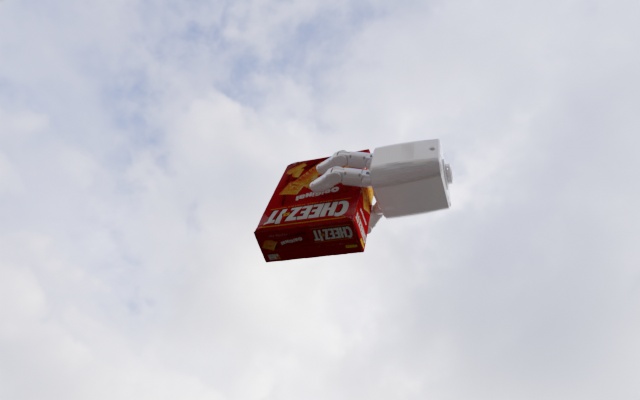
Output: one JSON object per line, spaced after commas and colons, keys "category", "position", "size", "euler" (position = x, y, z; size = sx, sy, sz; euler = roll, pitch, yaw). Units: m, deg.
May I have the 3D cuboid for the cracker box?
{"category": "cracker box", "position": [0.000, 0.003, 0.798], "size": [0.164, 0.072, 0.213], "euler": [-9, 31, 19]}
